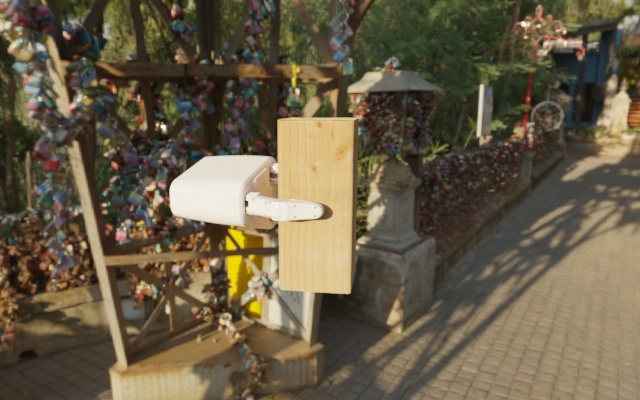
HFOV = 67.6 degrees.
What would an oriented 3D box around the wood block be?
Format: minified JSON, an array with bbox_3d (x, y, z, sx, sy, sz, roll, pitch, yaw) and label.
[{"bbox_3d":[0.000,0.002,0.598,0.090,0.206,0.091,2,12,9],"label":"wood block"}]
